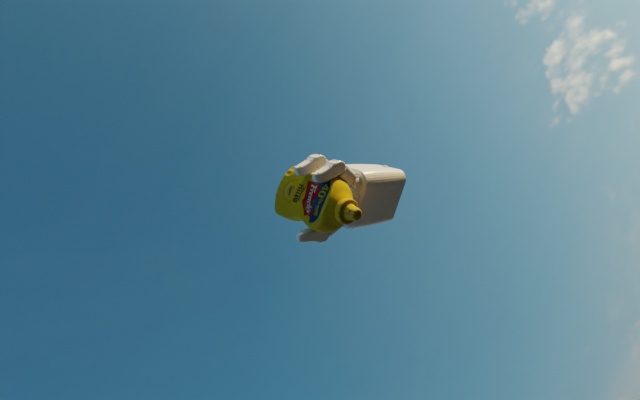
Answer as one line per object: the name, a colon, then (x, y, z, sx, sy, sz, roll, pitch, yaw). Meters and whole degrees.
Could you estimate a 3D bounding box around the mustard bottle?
mustard bottle: (0.000, 0.003, 0.803, 0.058, 0.096, 0.191, 25, -4, -40)
